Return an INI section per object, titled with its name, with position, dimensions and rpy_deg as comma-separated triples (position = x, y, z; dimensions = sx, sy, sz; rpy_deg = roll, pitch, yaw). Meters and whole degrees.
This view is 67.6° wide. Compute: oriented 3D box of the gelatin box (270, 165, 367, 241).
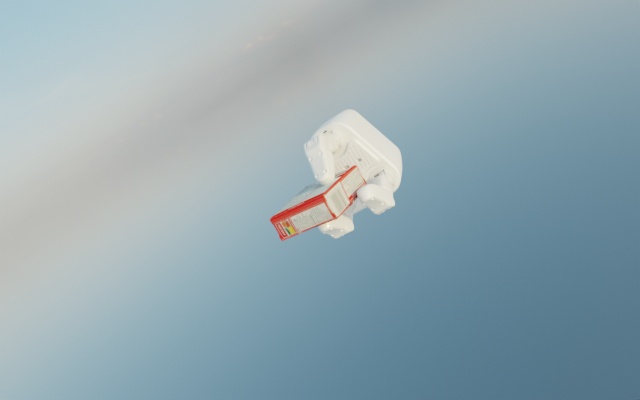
[gelatin box]
position = 0.000, 0.001, 0.497
dimensions = 0.073, 0.030, 0.089
rpy_deg = -24, 11, 33
